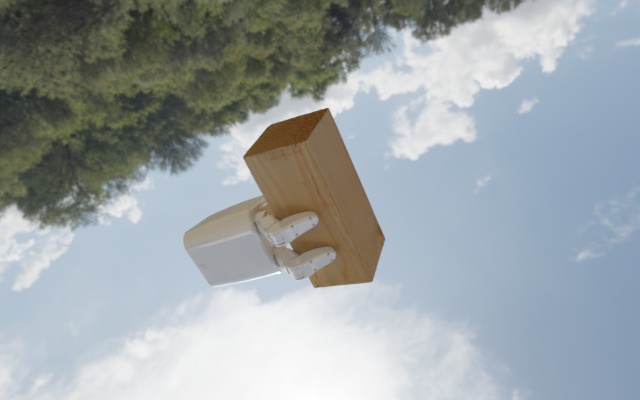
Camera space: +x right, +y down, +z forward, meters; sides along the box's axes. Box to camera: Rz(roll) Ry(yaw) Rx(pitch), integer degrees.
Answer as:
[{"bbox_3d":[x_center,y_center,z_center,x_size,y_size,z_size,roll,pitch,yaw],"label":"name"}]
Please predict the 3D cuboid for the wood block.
[{"bbox_3d":[0.000,0.002,0.605,0.090,0.206,0.090,-11,30,27],"label":"wood block"}]
